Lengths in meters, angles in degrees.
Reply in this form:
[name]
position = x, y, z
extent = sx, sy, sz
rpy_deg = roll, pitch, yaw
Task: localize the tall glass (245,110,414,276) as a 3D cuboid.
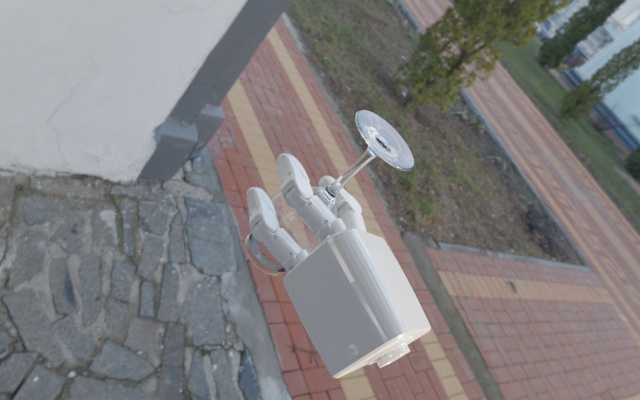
[tall glass]
position = 0.000, 0.001, 0.500
extent = 0.079, 0.079, 0.201
rpy_deg = 0, -36, -50
